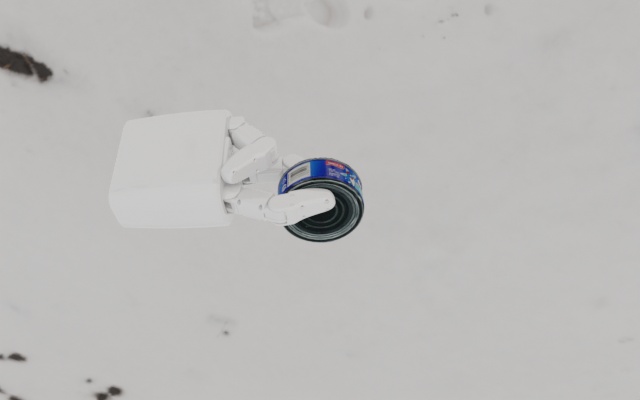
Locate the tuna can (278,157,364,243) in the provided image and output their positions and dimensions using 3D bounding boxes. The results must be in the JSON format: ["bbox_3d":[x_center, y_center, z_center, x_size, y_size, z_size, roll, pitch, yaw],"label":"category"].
[{"bbox_3d":[0.000,0.002,0.471,0.086,0.086,0.033,0,41,-3],"label":"tuna can"}]
